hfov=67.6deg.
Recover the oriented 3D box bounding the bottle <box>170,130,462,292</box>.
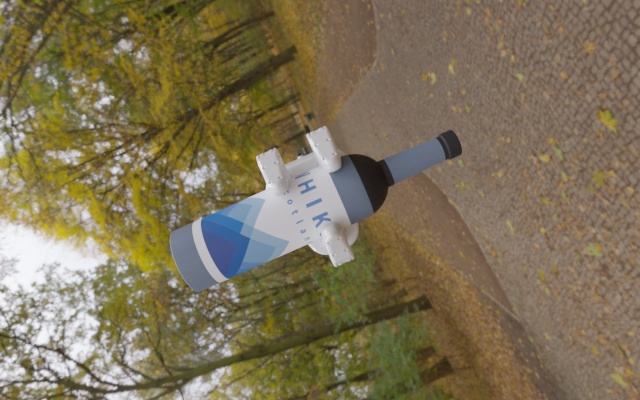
[{"bbox_3d":[0.000,0.002,0.477,0.296,0.069,0.069,-24,0,1],"label":"bottle"}]
